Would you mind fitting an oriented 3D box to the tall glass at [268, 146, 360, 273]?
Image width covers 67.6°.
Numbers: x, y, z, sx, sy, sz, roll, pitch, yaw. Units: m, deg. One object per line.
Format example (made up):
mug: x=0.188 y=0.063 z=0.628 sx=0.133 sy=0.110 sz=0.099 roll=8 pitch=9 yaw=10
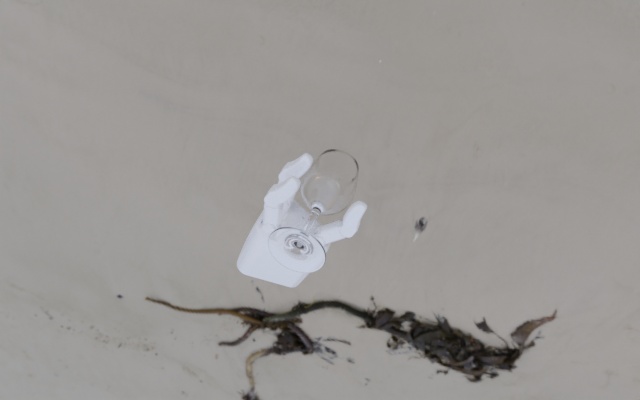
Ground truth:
tall glass: x=0.000 y=0.002 z=0.650 sx=0.079 sy=0.079 sz=0.201 roll=0 pitch=37 yaw=22
